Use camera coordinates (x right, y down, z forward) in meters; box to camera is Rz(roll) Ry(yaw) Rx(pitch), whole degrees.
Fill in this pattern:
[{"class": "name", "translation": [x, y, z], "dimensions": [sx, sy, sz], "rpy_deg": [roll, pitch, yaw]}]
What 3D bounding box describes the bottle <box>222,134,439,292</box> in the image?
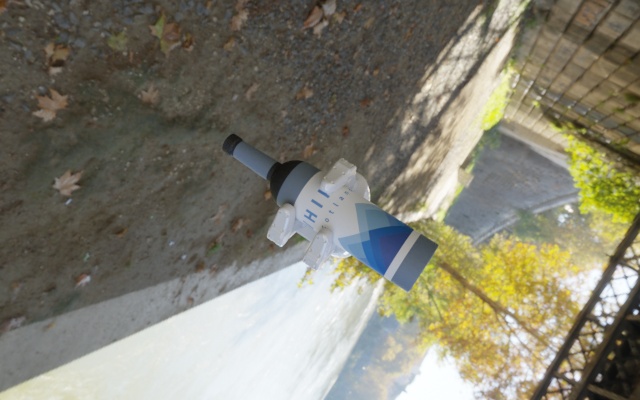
[{"class": "bottle", "translation": [0.000, 0.002, 0.590], "dimensions": [0.295, 0.069, 0.069], "rpy_deg": [33, 9, 14]}]
